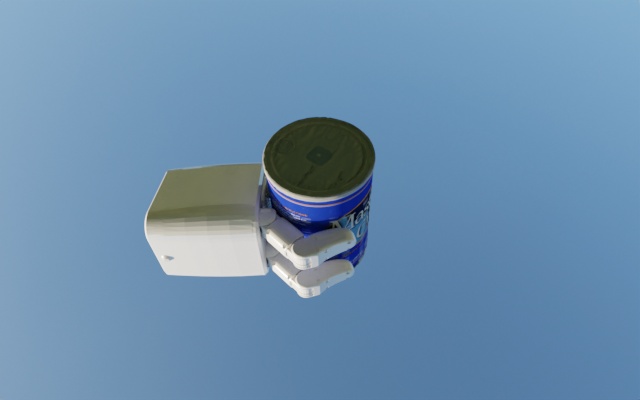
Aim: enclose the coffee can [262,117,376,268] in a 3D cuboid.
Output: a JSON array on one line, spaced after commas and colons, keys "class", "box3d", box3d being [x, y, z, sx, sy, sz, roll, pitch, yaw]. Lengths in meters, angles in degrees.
[{"class": "coffee can", "box3d": [0.000, 0.001, 0.487, 0.103, 0.102, 0.140, 0, -39, 2]}]
